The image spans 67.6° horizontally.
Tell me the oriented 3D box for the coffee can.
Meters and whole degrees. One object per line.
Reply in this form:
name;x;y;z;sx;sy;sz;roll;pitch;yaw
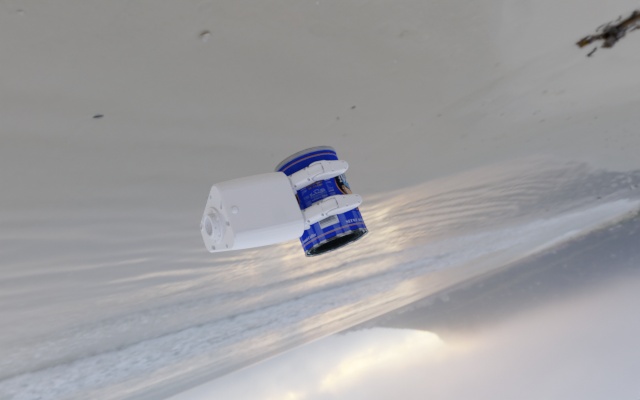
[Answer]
coffee can;0.000;0.002;0.730;0.103;0.140;0.103;-20;-15;-6
